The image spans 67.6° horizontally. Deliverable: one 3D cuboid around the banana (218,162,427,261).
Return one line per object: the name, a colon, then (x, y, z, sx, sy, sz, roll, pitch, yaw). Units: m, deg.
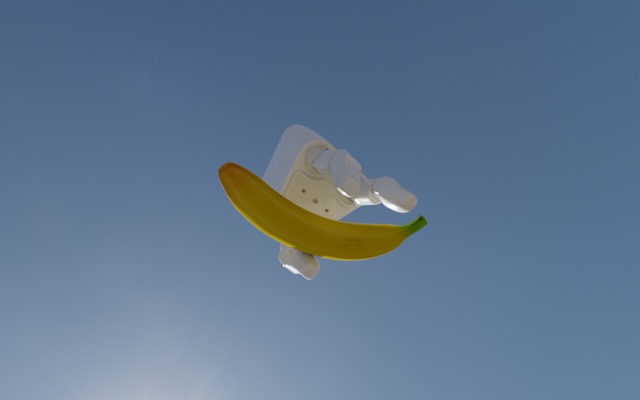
banana: (-0.003, 0.019, 0.436, 0.198, 0.070, 0.037, 14, 20, -20)
